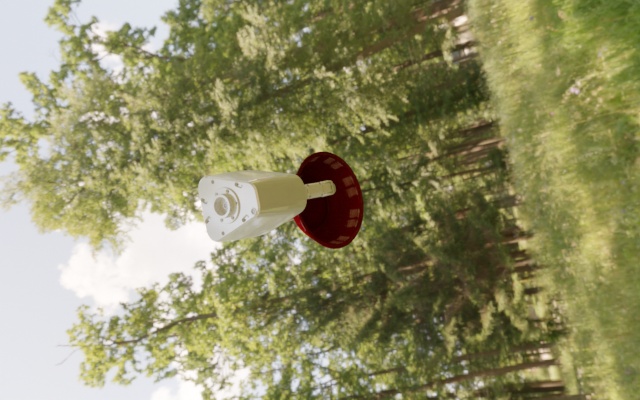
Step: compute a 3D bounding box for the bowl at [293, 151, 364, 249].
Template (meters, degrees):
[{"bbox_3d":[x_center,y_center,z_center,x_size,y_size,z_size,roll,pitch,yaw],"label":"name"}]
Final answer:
[{"bbox_3d":[0.001,0.003,0.798,0.162,0.162,0.055,0,-10,-45],"label":"bowl"}]
